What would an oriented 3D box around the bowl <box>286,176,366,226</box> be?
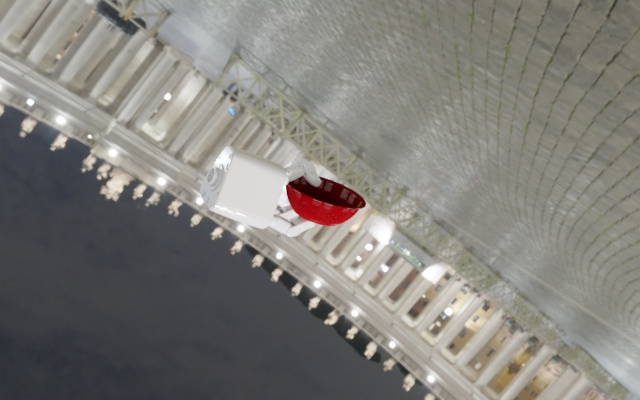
[{"bbox_3d":[0.001,0.004,0.886,0.162,0.055,0.162,17,17,-5],"label":"bowl"}]
